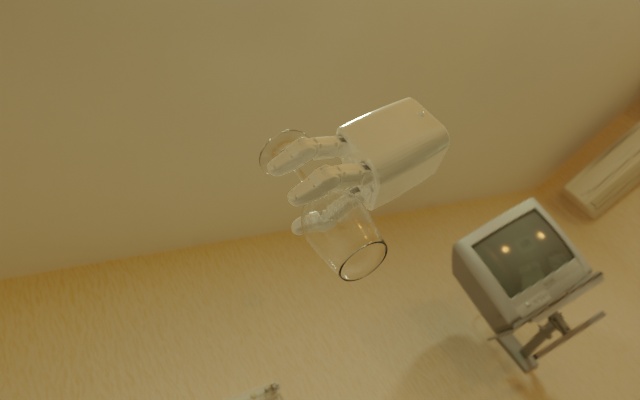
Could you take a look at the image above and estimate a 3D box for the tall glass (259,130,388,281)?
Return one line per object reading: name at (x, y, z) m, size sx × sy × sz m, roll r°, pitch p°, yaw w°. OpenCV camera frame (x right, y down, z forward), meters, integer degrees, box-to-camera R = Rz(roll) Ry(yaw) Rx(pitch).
tall glass at (0.000, 0.002, 0.574) m, size 0.079 × 0.079 × 0.201 m, roll 0°, pitch 41°, yaw -39°
